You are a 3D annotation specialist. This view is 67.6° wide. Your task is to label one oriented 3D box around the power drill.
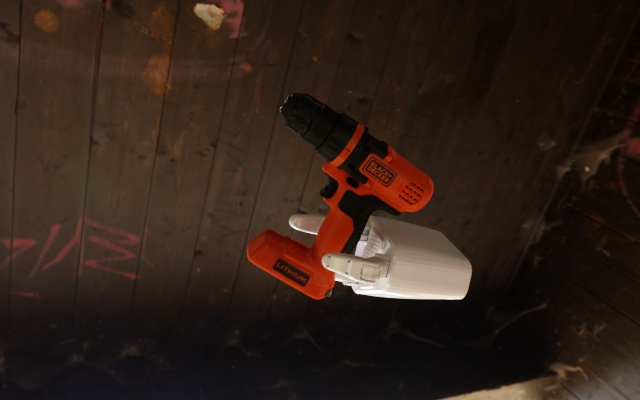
[{"bbox_3d":[0.000,0.002,0.516,0.184,0.188,0.057,33,18,-10],"label":"power drill"}]
